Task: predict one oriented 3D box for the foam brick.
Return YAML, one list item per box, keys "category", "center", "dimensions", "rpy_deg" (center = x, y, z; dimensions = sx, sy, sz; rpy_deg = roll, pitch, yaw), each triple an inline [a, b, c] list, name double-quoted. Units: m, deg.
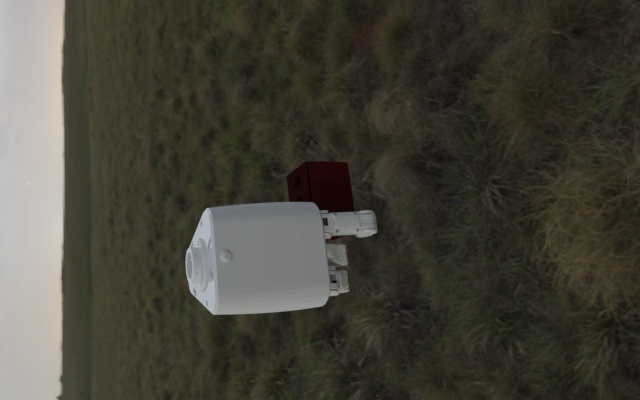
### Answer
- category: "foam brick"
  center: [0.000, 0.001, 0.509]
  dimensions: [0.051, 0.078, 0.053]
  rpy_deg: [-1, -14, -27]
